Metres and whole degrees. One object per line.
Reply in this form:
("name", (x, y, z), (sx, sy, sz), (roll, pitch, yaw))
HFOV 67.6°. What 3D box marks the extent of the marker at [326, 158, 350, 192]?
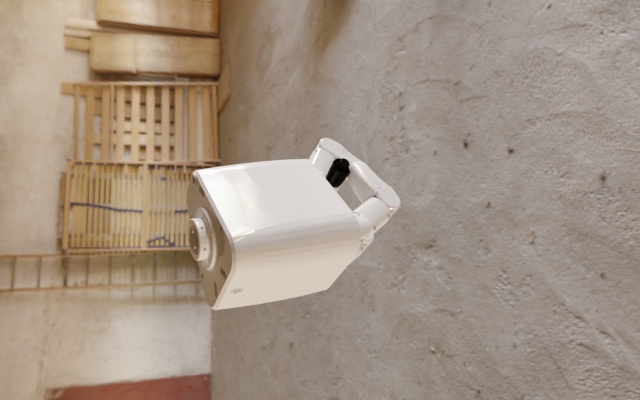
("marker", (0.000, 0.002, 0.469), (0.020, 0.020, 0.121), (0, -36, -27))
